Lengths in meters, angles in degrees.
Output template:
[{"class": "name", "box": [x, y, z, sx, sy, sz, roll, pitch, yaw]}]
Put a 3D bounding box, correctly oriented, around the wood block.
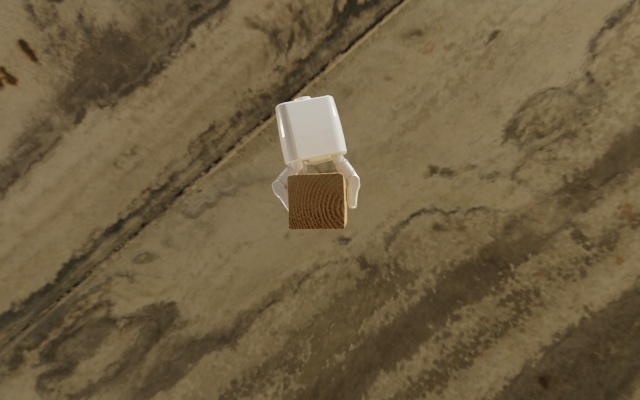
[{"class": "wood block", "box": [0.000, 0.002, 0.850, 0.091, 0.090, 0.206, -2, 0, 4]}]
